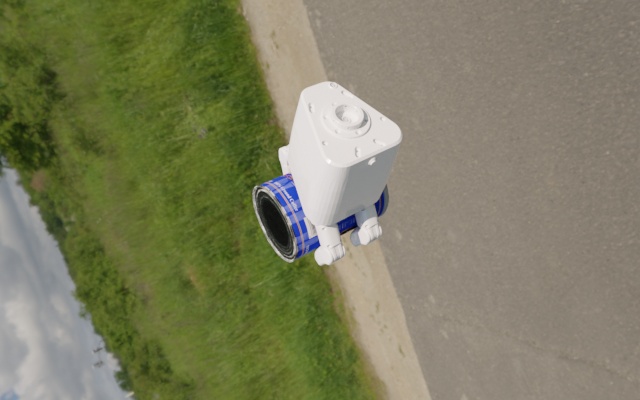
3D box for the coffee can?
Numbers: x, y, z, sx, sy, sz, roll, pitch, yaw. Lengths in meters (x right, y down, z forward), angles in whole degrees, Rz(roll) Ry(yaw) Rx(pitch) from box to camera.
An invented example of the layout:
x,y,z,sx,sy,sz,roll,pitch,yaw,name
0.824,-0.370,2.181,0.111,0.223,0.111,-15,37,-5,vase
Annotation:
x,y,z,sx,sy,sz,roll,pitch,yaw,name
0.000,0.002,0.606,0.140,0.103,0.103,-25,11,-24,coffee can
